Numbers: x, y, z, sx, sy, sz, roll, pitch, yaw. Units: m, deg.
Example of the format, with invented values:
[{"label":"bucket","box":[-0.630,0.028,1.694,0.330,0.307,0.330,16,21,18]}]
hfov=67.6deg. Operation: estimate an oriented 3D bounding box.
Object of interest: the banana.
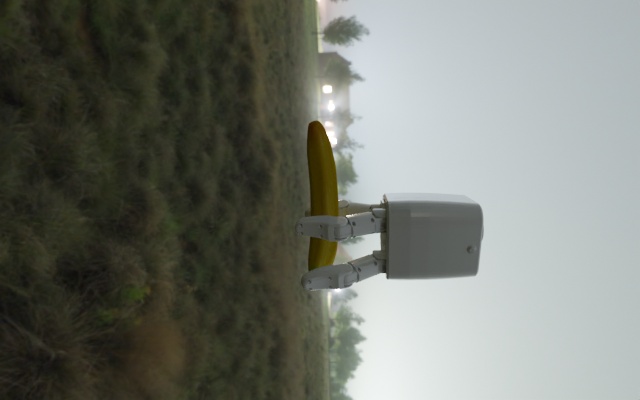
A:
[{"label":"banana","box":[0.003,0.005,0.581,0.037,0.198,0.069,0,1,8]}]
